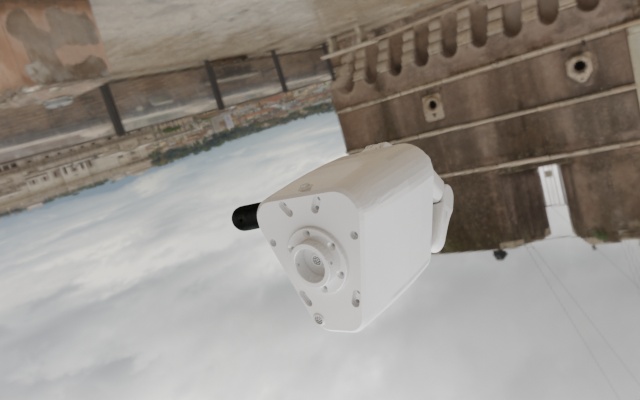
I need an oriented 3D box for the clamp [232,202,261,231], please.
[{"bbox_3d":[0.000,0.002,0.468,0.171,0.039,0.120,-9,13,39],"label":"clamp"}]
